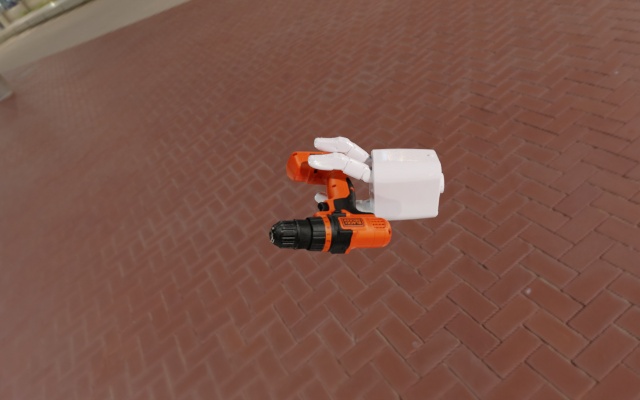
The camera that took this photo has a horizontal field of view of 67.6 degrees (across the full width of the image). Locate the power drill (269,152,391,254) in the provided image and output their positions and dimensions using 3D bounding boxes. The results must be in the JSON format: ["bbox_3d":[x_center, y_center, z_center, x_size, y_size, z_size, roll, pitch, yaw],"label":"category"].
[{"bbox_3d":[0.000,0.002,0.743,0.184,0.187,0.057,2,-45,-20],"label":"power drill"}]
